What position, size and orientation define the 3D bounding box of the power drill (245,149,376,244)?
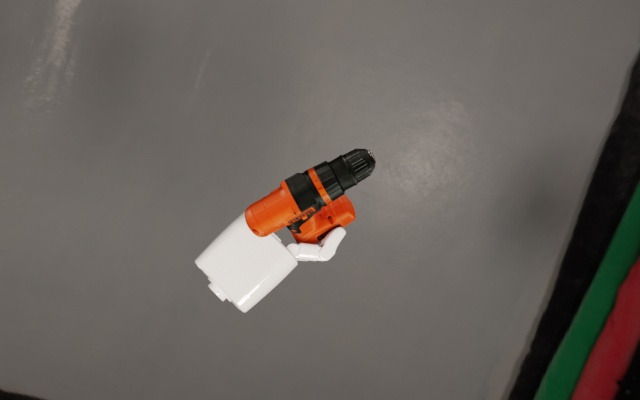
[{"bbox_3d":[0.000,0.003,0.678,0.184,0.057,0.188,-27,-18,4],"label":"power drill"}]
